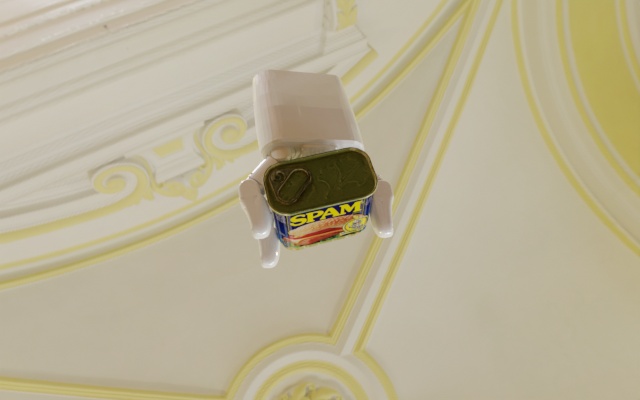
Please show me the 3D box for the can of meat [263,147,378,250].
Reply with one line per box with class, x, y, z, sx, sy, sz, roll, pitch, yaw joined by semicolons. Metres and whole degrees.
can of meat;0.000;0.002;0.468;0.102;0.057;0.084;-13;-29;-7
